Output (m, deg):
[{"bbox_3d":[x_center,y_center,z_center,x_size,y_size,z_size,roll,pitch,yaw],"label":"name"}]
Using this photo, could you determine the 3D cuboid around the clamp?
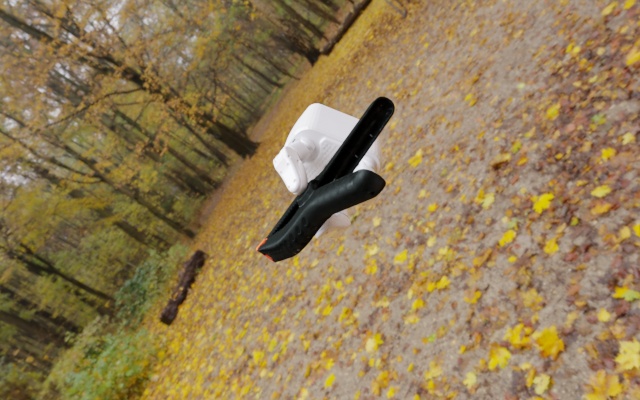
[{"bbox_3d":[-0.001,0.001,0.471,0.036,0.210,0.164,36,27,-12],"label":"clamp"}]
